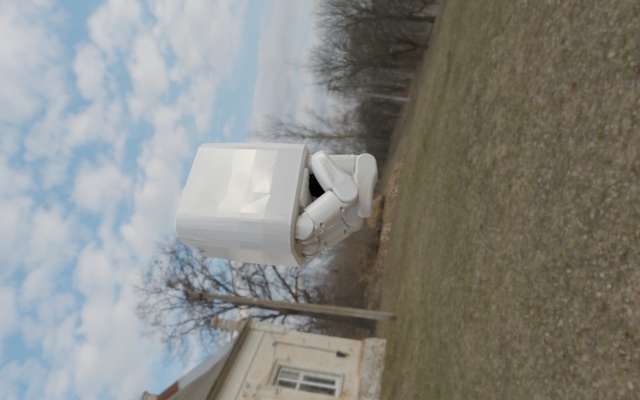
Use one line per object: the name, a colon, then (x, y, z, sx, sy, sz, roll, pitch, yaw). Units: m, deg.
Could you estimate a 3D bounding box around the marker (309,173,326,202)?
marker: (0.000, 0.002, 0.495, 0.020, 0.020, 0.121, 0, -20, 4)
